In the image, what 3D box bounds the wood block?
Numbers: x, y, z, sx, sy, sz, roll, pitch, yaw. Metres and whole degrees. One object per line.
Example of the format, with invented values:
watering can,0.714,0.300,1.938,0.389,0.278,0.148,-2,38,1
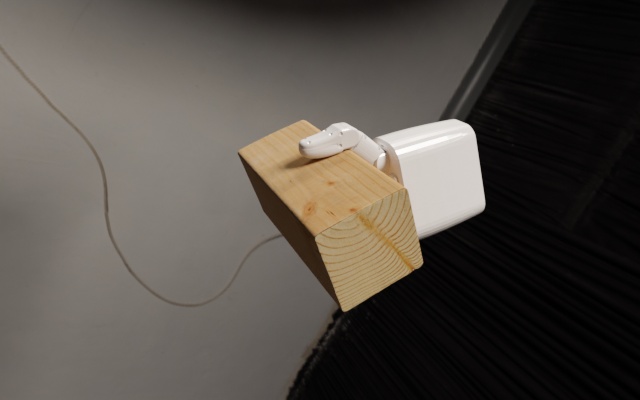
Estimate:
wood block,0.000,0.001,0.483,0.090,0.091,0.206,-28,34,-14
